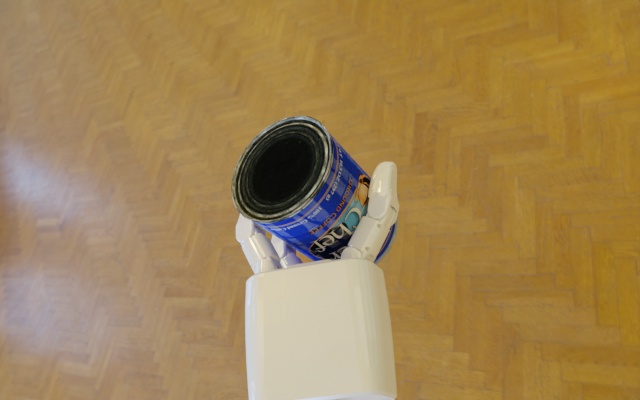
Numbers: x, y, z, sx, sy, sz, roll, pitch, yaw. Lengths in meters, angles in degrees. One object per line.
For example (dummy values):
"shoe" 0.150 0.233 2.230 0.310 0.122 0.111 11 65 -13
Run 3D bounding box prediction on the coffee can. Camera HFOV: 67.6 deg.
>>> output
"coffee can" 0.000 0.001 0.453 0.103 0.102 0.140 0 -25 34
